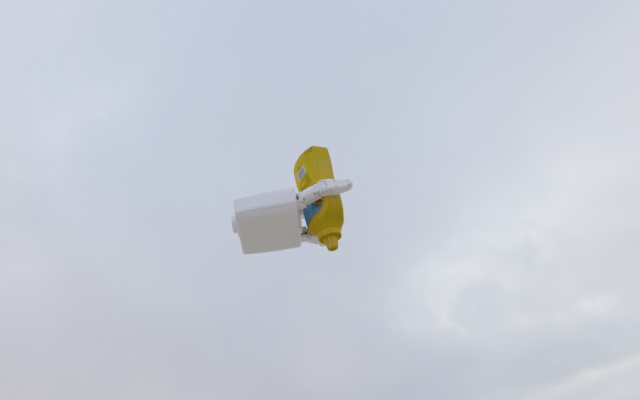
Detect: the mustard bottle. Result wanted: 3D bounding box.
[{"bbox_3d":[0.000,0.003,0.851,0.058,0.191,0.096,5,-36,-28],"label":"mustard bottle"}]
